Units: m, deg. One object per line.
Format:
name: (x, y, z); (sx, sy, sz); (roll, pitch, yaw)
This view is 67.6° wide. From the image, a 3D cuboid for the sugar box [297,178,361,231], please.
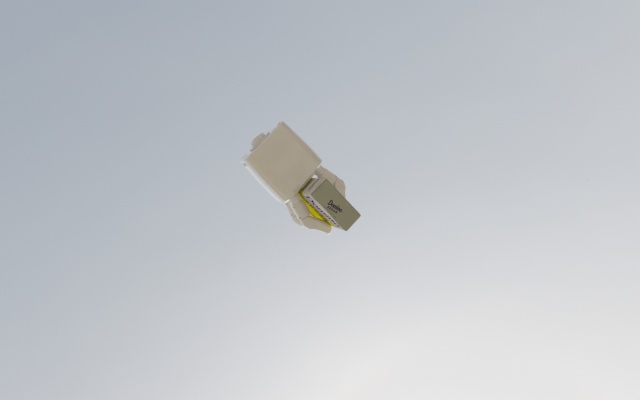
sugar box: (0.000, 0.003, 0.882); (0.093, 0.048, 0.176); (46, -8, -15)
